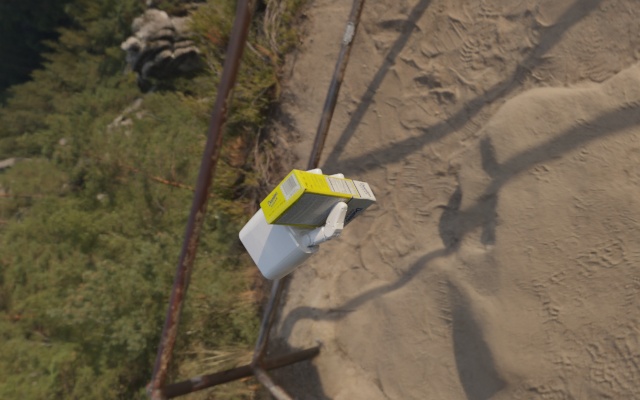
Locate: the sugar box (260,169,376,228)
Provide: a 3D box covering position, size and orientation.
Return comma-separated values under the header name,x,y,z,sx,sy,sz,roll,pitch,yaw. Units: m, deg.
name,x,y,z,sx,sy,sz,roll,pitch,yaw
sugar box,0.000,0.002,0.774,0.176,0.048,0.093,5,-39,-49
